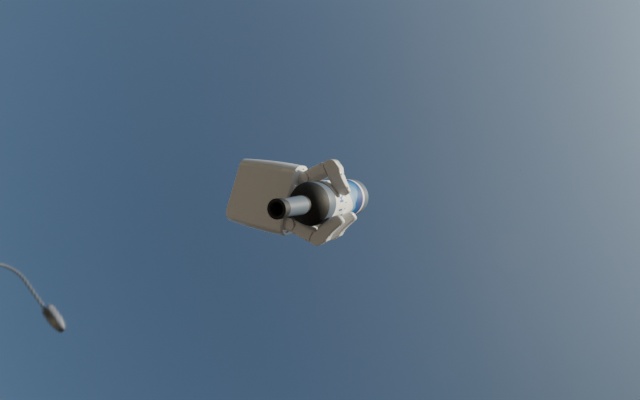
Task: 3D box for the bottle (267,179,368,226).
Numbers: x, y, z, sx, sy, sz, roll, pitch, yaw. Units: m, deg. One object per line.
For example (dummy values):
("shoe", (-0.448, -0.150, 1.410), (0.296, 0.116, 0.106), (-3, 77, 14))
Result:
("bottle", (0.000, 0.002, 0.744), (0.069, 0.069, 0.295), (0, 3, 23))
